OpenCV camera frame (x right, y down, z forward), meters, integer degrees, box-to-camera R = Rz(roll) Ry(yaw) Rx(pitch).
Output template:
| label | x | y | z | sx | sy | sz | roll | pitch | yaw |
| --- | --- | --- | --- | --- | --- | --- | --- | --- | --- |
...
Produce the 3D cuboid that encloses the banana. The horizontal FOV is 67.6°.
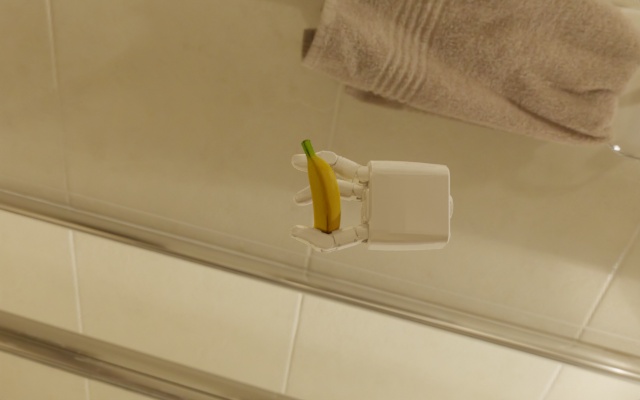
| label | x | y | z | sx | sy | sz | roll | pitch | yaw |
| --- | --- | --- | --- | --- | --- | --- | --- | --- | --- |
| banana | 0.005 | 0.013 | 0.639 | 0.037 | 0.198 | 0.069 | -12 | 46 | -9 |
